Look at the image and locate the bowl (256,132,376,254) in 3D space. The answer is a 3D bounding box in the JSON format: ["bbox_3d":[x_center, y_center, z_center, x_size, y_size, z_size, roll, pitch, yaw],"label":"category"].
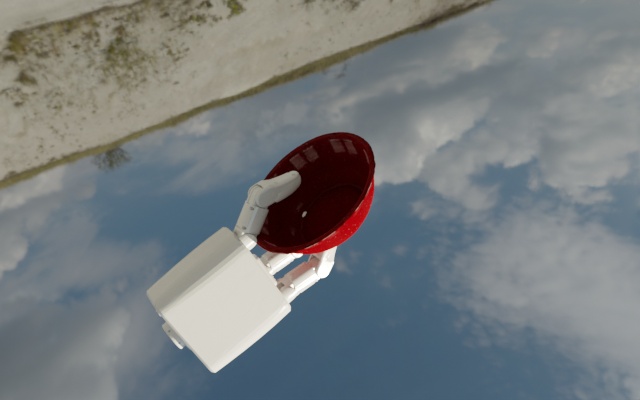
[{"bbox_3d":[0.001,0.001,0.531,0.162,0.162,0.055,0,-35,41],"label":"bowl"}]
